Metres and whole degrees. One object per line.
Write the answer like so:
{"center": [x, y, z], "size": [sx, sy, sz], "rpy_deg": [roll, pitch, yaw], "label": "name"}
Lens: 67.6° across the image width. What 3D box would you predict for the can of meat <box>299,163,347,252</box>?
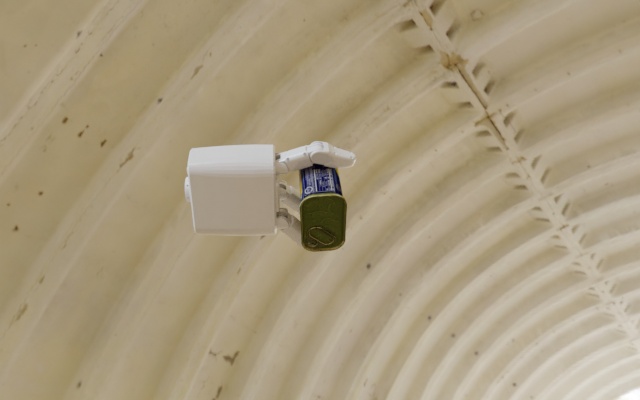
{"center": [0.000, 0.002, 0.623], "size": [0.057, 0.102, 0.083], "rpy_deg": [-4, 44, -3], "label": "can of meat"}
